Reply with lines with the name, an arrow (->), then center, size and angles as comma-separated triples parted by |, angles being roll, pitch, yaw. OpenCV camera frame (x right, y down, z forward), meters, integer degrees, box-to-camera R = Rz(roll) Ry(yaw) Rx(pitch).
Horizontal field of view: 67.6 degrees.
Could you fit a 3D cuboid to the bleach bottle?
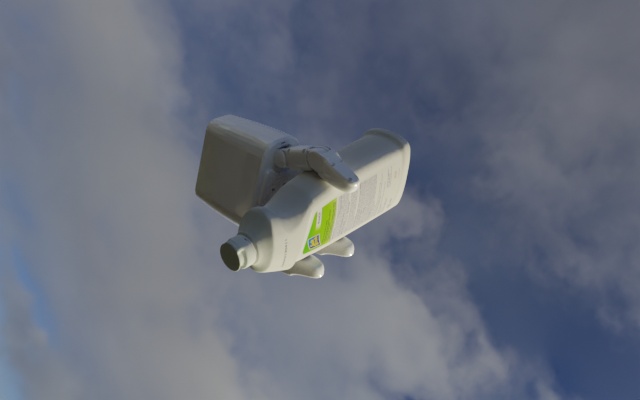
bleach bottle -> 0.000, 0.002, 0.512 | 0.068, 0.103, 0.250 | 26, 36, 33
